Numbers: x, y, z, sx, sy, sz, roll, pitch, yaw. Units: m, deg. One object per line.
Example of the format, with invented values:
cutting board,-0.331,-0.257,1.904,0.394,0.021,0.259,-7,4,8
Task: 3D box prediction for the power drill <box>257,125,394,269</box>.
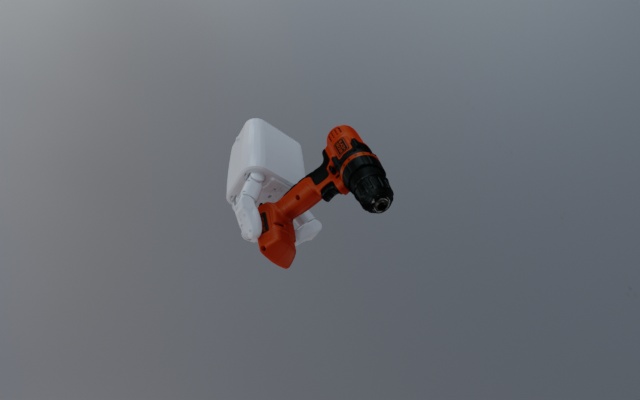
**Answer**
power drill,0.000,0.002,0.618,0.057,0.188,0.184,41,15,-30
